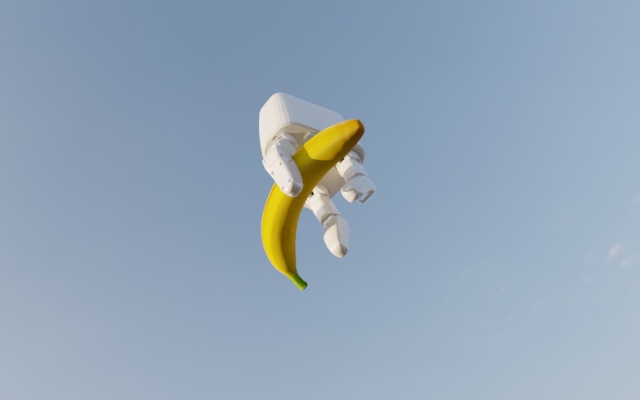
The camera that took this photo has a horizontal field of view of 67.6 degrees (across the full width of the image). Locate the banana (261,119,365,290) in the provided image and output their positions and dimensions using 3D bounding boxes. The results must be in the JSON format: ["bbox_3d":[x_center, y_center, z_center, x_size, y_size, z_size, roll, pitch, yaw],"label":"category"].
[{"bbox_3d":[-0.019,0.000,0.491,0.069,0.198,0.037,16,25,-9],"label":"banana"}]
